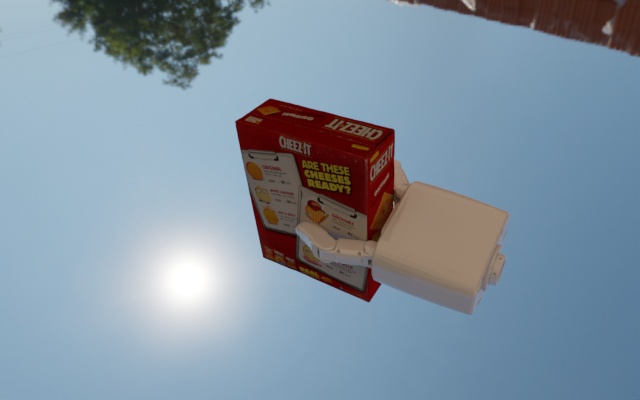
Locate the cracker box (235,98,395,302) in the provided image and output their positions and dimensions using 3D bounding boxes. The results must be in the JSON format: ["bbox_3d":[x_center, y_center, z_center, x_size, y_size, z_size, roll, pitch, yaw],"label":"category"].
[{"bbox_3d":[0.000,0.002,0.562,0.164,0.214,0.072,19,45,26],"label":"cracker box"}]
